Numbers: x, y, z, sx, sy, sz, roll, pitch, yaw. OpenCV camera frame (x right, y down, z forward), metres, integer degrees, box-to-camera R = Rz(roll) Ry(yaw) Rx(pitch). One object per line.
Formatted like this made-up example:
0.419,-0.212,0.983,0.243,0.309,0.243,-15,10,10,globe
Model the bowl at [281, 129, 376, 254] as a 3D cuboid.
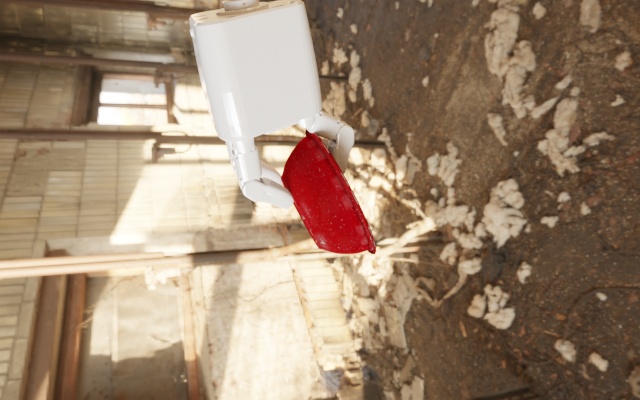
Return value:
0.000,0.003,0.541,0.055,0.162,0.162,-29,2,-5,bowl
